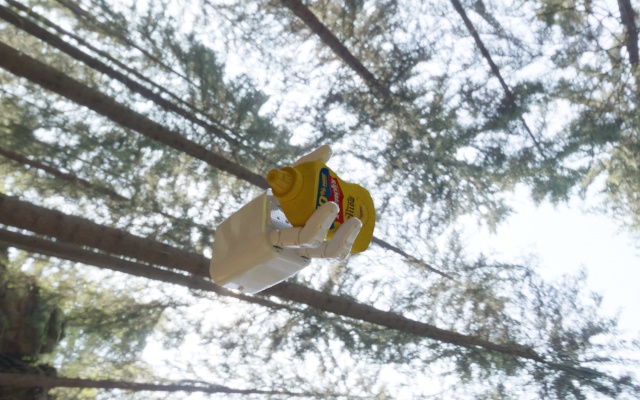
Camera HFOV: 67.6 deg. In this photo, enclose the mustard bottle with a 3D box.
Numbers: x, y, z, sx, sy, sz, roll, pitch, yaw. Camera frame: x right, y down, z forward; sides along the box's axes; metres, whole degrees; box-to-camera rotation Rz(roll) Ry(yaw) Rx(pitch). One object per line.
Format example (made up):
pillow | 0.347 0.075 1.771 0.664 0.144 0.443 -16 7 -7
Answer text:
mustard bottle | 0.001 0.002 0.619 0.058 0.096 0.192 -7 -23 37
